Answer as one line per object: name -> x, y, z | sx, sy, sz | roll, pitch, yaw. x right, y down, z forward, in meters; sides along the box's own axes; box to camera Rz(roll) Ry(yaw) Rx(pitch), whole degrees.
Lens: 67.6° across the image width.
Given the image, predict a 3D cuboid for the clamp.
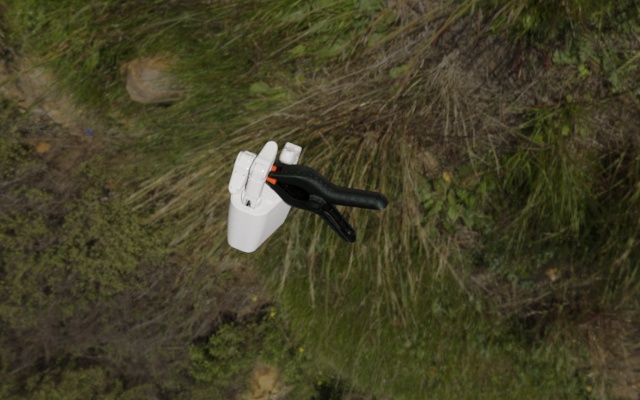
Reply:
clamp -> 0.000, 0.003, 0.680 | 0.171, 0.039, 0.120 | 24, -43, 3
